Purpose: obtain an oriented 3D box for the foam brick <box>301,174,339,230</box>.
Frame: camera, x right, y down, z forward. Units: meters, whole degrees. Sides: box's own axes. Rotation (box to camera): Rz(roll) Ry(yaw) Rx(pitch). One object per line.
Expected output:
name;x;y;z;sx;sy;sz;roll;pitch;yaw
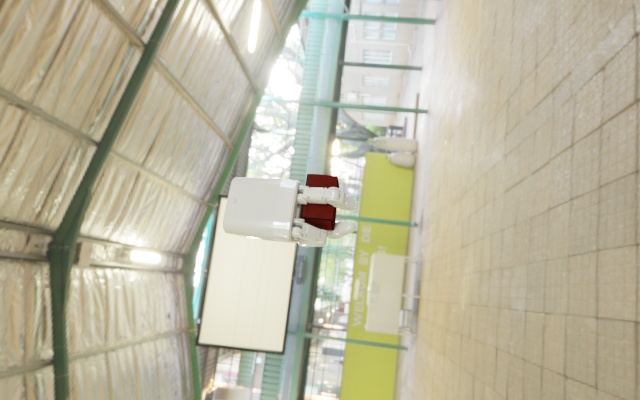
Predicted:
foam brick;0.000;0.002;0.767;0.051;0.078;0.053;5;-22;7
